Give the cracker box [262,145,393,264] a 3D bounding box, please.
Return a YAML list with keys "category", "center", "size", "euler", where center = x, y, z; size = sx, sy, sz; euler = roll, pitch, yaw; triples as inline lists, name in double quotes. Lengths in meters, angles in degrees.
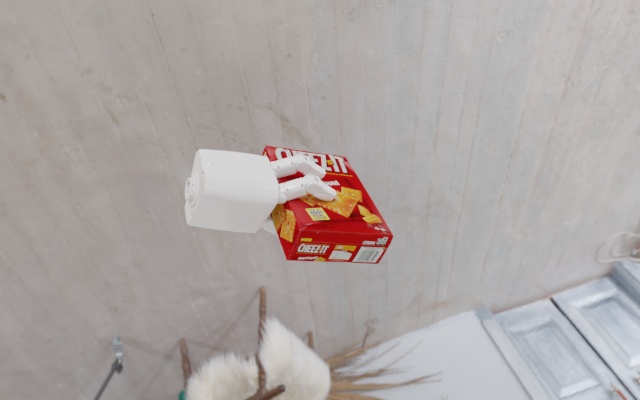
- category: "cracker box"
  center: [0.000, 0.003, 0.775]
  size: [0.164, 0.072, 0.213]
  euler: [6, 38, -28]
